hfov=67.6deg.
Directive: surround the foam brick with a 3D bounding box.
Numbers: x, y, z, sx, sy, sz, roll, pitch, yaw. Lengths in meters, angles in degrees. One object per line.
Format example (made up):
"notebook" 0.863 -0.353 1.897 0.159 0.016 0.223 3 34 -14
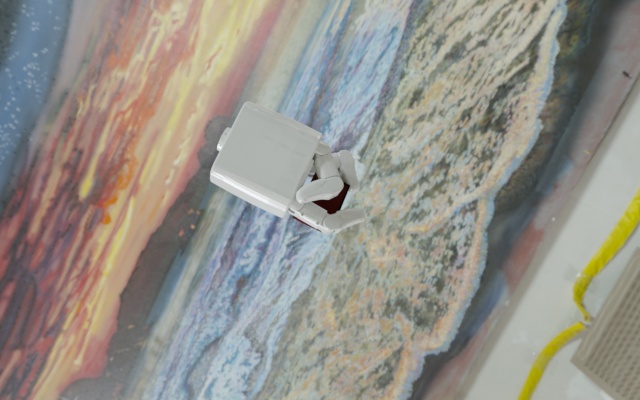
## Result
"foam brick" 0.000 0.002 0.660 0.051 0.053 0.078 25 -24 -4
